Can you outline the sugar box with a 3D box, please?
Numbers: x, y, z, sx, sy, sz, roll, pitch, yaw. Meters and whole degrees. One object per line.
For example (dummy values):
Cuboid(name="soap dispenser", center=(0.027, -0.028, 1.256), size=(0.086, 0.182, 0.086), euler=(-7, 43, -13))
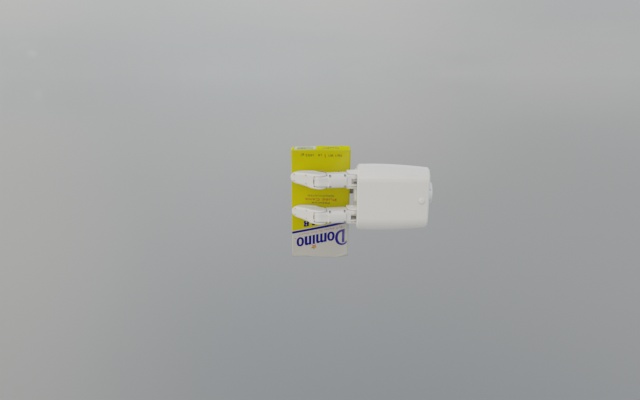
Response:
Cuboid(name="sugar box", center=(0.000, 0.003, 0.759), size=(0.093, 0.176, 0.048), euler=(0, 15, 1))
